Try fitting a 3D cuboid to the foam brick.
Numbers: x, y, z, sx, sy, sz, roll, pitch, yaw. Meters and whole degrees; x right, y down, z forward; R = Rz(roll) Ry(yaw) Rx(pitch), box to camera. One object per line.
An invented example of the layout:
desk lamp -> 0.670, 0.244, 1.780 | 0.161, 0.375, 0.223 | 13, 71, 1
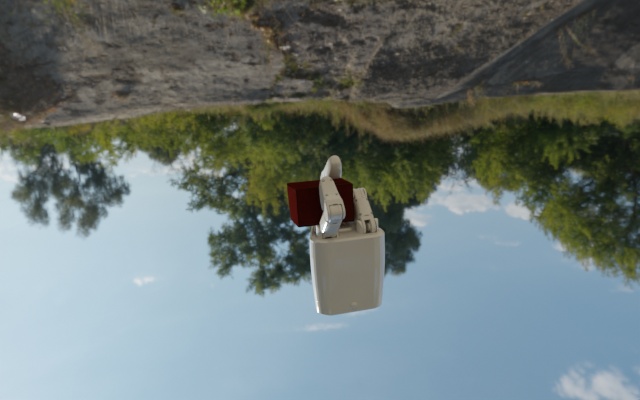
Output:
foam brick -> 0.000, 0.002, 0.628 | 0.078, 0.051, 0.053 | -6, 13, -14
